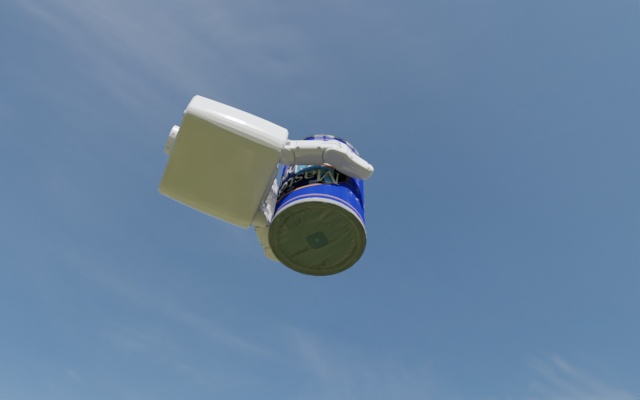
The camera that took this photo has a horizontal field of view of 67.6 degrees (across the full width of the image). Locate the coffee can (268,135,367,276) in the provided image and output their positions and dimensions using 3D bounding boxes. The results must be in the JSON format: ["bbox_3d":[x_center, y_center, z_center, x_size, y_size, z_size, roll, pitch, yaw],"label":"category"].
[{"bbox_3d":[0.000,0.002,0.552,0.103,0.103,0.140,0,36,4],"label":"coffee can"}]
